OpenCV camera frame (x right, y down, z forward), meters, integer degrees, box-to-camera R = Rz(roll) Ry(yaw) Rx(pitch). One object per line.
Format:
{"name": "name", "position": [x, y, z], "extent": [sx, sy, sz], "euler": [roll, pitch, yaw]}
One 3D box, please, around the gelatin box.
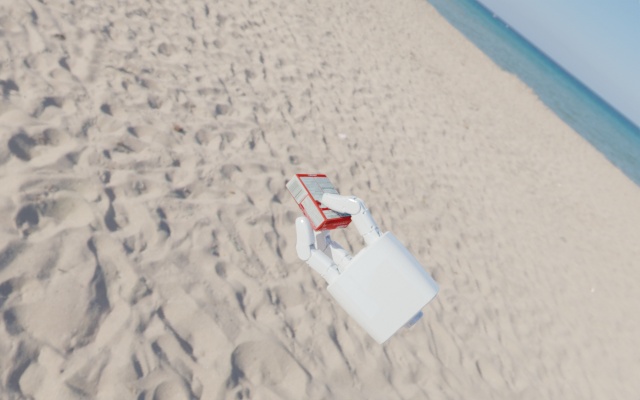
{"name": "gelatin box", "position": [0.000, 0.002, 0.699], "extent": [0.030, 0.089, 0.073], "euler": [-46, -24, 29]}
